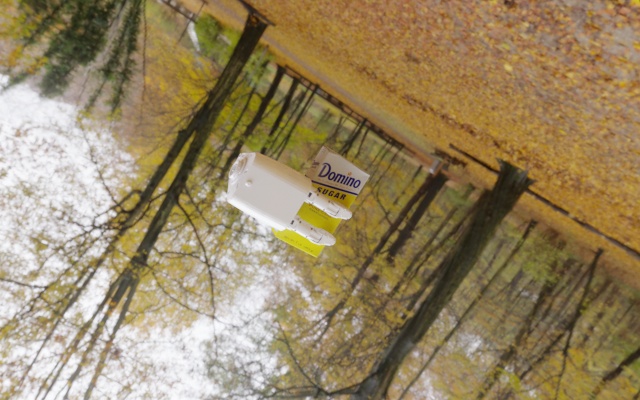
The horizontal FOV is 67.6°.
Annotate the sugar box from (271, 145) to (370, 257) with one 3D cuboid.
[{"bbox_3d":[0.000,0.003,0.836,0.093,0.176,0.048,29,10,-24],"label":"sugar box"}]
